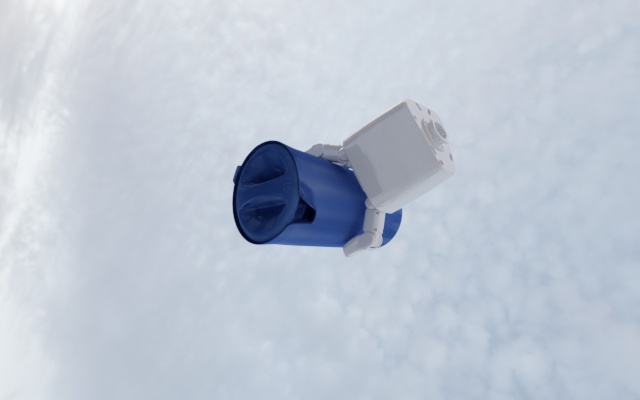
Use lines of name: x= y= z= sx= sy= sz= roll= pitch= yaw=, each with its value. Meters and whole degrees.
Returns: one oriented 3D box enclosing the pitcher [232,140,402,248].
pitcher: x=0.000 y=0.002 z=0.687 sx=0.243 sy=0.149 sz=0.145 roll=12 pitch=-36 yaw=-45
